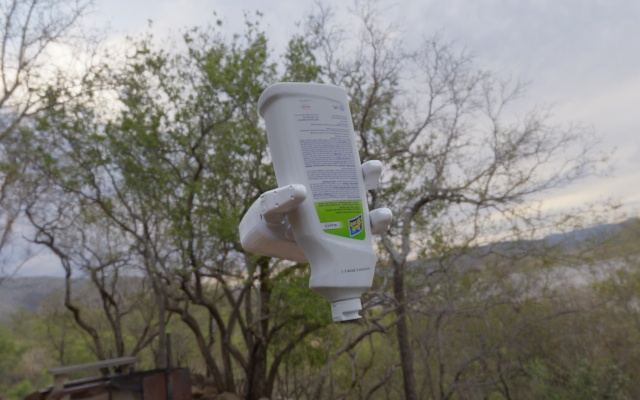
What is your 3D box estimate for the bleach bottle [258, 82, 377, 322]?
[{"bbox_3d":[0.000,0.002,0.511,0.102,0.250,0.068,-4,-15,-24],"label":"bleach bottle"}]
